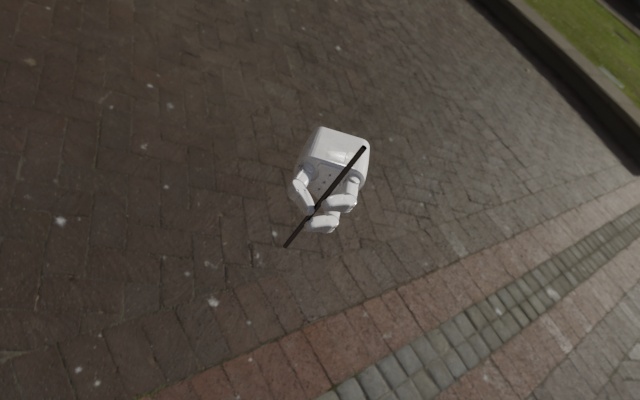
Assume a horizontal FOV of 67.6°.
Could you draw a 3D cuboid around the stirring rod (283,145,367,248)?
[{"bbox_3d":[0.000,0.002,0.711,0.011,0.011,0.240,0,-38,-38],"label":"stirring rod"}]
